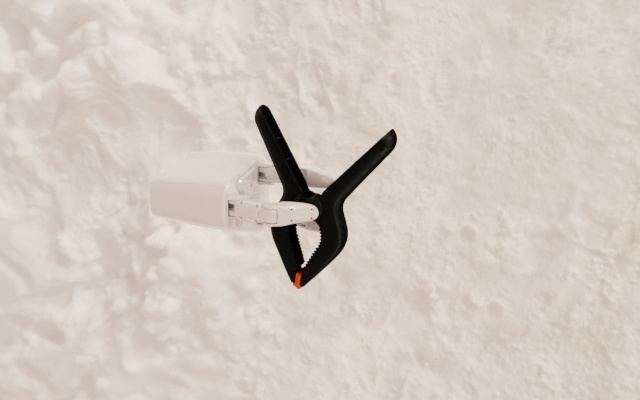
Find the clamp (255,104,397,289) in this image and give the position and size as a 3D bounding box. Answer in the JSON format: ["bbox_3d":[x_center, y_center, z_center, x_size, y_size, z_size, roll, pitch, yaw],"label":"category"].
[{"bbox_3d":[0.000,0.002,0.539,0.164,0.210,0.036,7,15,21],"label":"clamp"}]
